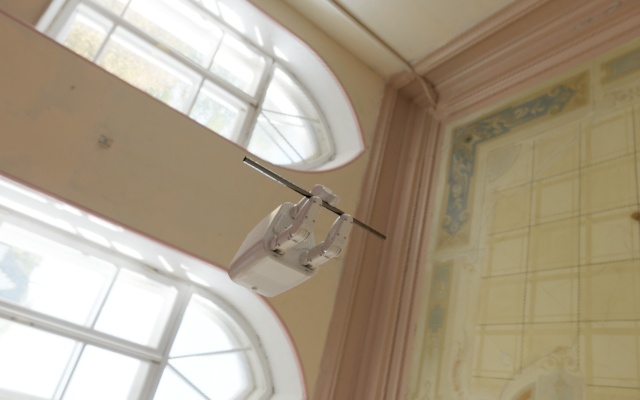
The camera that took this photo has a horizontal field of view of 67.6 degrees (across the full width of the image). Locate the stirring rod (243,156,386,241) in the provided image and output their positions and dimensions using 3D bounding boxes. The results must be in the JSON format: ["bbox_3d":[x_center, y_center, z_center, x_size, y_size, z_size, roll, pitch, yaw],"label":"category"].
[{"bbox_3d":[0.000,0.002,0.640,0.239,0.011,0.011,30,-15,-27],"label":"stirring rod"}]
